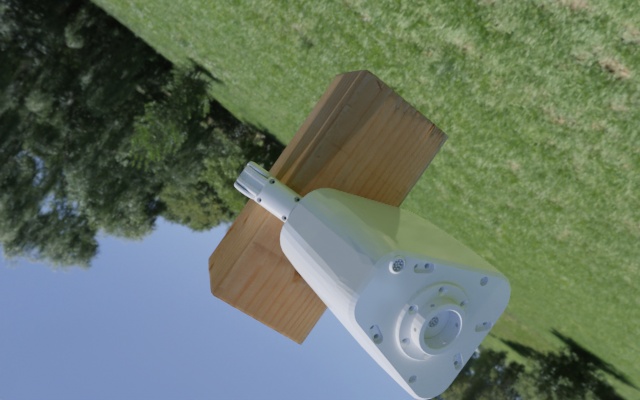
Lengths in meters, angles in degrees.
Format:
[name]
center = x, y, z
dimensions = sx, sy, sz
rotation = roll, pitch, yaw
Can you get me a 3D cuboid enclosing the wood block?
[wood block]
center = 0.000, 0.001, 0.410
dimensions = 0.091, 0.206, 0.090
rotation = 35, 2, -18
